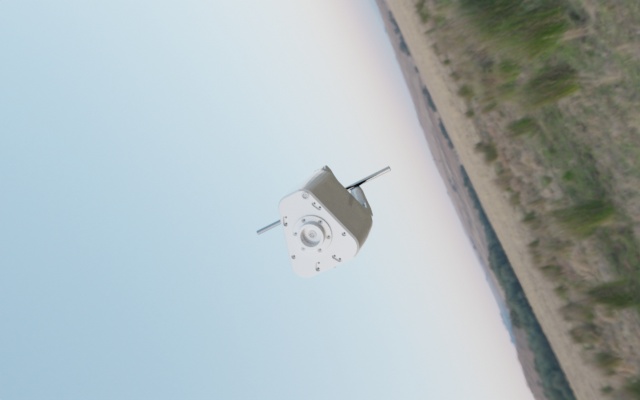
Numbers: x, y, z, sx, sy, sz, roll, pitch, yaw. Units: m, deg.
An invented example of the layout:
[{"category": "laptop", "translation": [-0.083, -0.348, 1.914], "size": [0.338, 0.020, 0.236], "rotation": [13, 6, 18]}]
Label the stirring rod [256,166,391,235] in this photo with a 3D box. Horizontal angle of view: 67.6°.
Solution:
[{"category": "stirring rod", "translation": [0.000, 0.002, 0.744], "size": [0.239, 0.011, 0.011], "rotation": [-26, -9, 18]}]
